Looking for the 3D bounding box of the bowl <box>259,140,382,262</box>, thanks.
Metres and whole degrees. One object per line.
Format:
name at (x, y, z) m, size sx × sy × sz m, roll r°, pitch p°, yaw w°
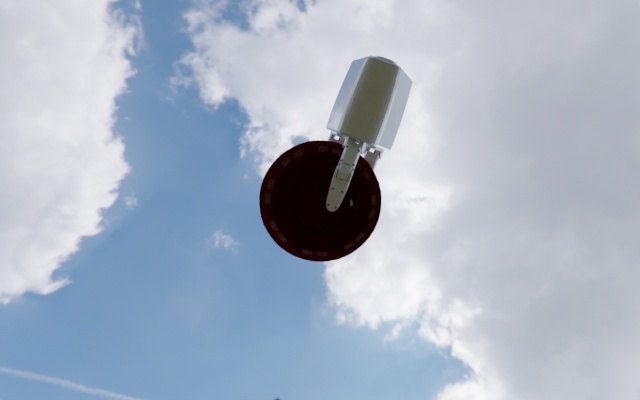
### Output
bowl at (-0.001, 0.003, 0.653) m, size 0.162 × 0.162 × 0.055 m, roll 0°, pitch -5°, yaw 1°
